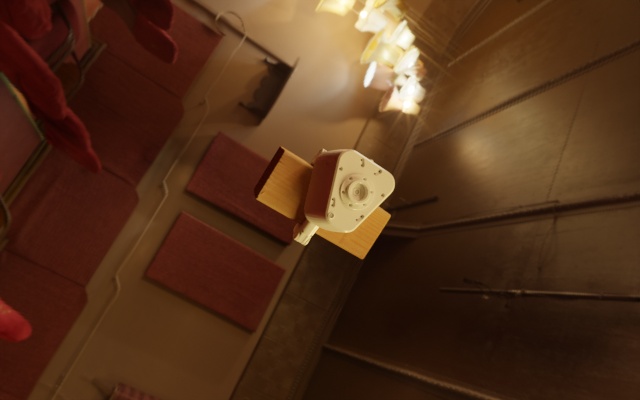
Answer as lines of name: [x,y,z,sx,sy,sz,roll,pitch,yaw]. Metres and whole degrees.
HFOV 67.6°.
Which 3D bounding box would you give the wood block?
wood block: [0.000,0.003,0.804,0.206,0.091,0.090,31,5,-15]
